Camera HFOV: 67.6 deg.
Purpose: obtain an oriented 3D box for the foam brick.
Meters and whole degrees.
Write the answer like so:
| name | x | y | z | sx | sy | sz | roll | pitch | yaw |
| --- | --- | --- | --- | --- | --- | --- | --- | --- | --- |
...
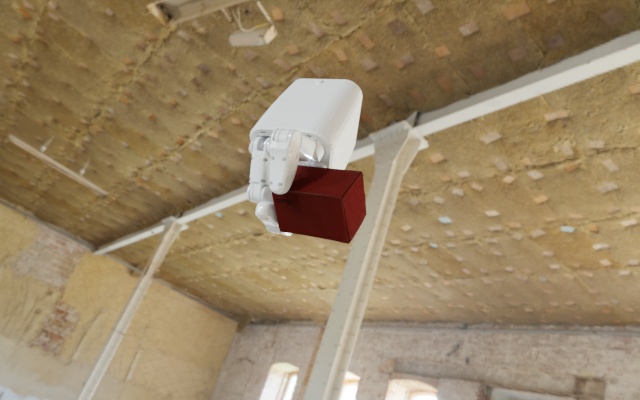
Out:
| name | x | y | z | sx | sy | sz | roll | pitch | yaw |
| --- | --- | --- | --- | --- | --- | --- | --- | --- | --- |
| foam brick | 0.000 | 0.002 | 0.466 | 0.078 | 0.053 | 0.051 | 9 | 35 | 26 |
